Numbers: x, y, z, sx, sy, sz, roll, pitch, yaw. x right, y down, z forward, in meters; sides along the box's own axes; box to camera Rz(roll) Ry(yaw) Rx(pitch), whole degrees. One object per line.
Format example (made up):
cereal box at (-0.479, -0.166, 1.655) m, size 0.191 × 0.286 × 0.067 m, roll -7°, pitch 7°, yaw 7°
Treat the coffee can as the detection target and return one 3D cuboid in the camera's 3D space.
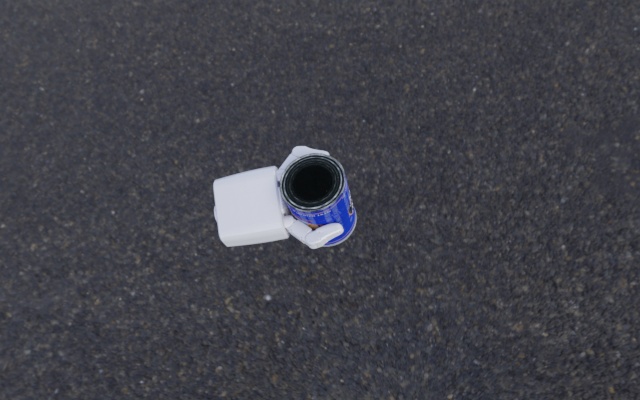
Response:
coffee can at (0.000, 0.003, 0.782) m, size 0.103 × 0.102 × 0.140 m, roll 0°, pitch -27°, yaw 12°
